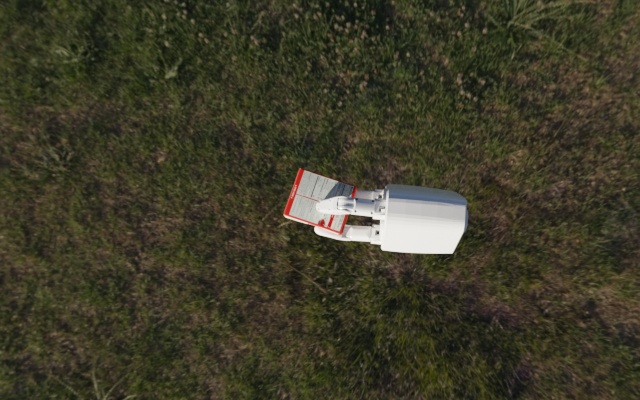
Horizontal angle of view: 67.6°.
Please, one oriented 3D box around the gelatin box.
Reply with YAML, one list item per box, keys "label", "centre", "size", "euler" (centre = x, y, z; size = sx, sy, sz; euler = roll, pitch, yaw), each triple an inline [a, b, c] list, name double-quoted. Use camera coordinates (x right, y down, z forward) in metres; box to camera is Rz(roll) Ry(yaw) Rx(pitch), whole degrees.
- label: "gelatin box"
  centre: [0.000, 0.002, 0.690]
  size: [0.089, 0.073, 0.030]
  euler: [18, -8, 3]
